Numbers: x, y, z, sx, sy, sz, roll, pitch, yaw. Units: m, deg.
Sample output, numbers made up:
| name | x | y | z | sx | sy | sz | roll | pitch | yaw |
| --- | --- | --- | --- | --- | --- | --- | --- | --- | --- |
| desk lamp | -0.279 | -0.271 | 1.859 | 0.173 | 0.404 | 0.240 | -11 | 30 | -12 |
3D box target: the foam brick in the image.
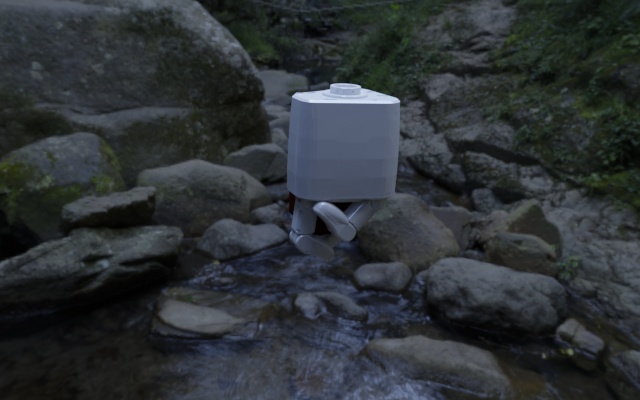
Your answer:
| name | x | y | z | sx | sy | sz | roll | pitch | yaw |
| --- | --- | --- | --- | --- | --- | --- | --- | --- | --- |
| foam brick | 0.000 | 0.002 | 0.580 | 0.053 | 0.051 | 0.078 | -9 | 24 | -25 |
